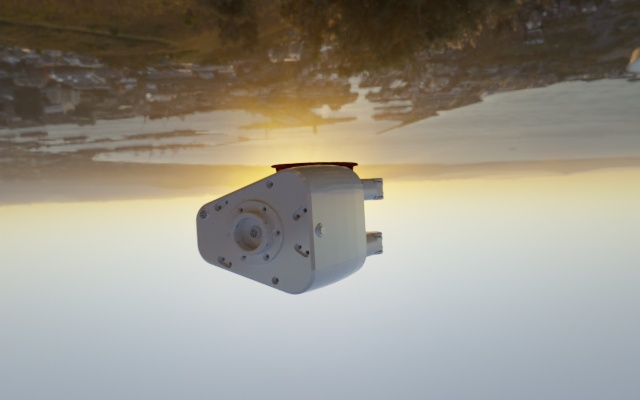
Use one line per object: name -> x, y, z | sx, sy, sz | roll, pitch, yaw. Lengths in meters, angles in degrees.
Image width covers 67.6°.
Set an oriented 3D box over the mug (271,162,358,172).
mug -> 0.001, 0.002, 0.520 | 0.093, 0.081, 0.117 | -1, 2, 26
